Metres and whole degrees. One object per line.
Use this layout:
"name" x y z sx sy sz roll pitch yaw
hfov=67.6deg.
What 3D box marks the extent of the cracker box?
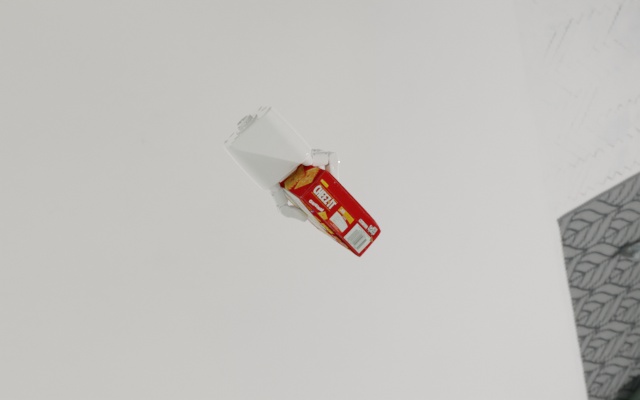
"cracker box" 0.000 0.003 0.898 0.164 0.072 0.213 46 -7 -24
